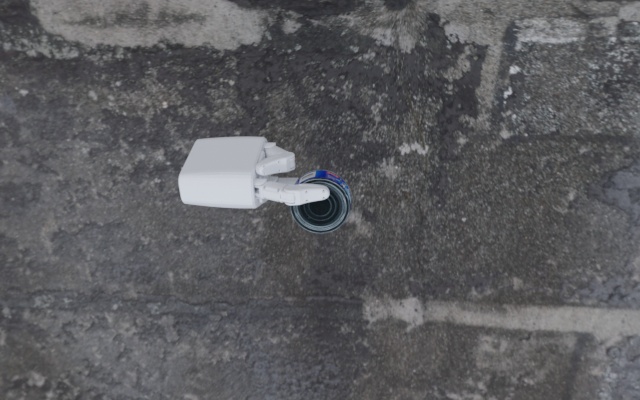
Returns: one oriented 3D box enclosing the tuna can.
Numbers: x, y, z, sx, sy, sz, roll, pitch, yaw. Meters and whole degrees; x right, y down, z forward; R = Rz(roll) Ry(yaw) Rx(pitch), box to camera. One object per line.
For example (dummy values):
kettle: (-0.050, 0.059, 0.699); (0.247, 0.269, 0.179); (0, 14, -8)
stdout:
tuna can: (0.000, 0.002, 0.667); (0.086, 0.086, 0.033); (0, 23, 4)
